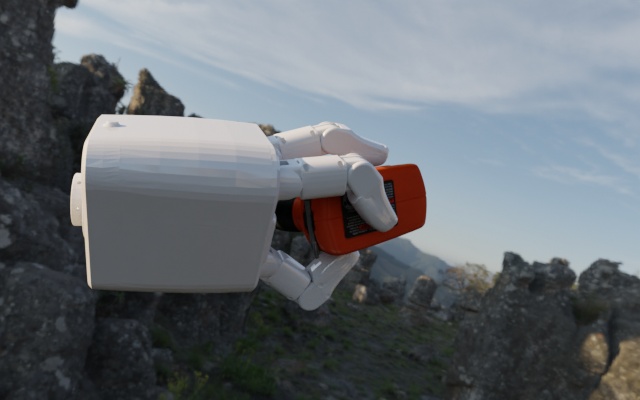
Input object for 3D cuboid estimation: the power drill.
[{"bbox_3d":[0.000,0.001,0.426,0.184,0.057,0.187,-15,8,-35],"label":"power drill"}]
